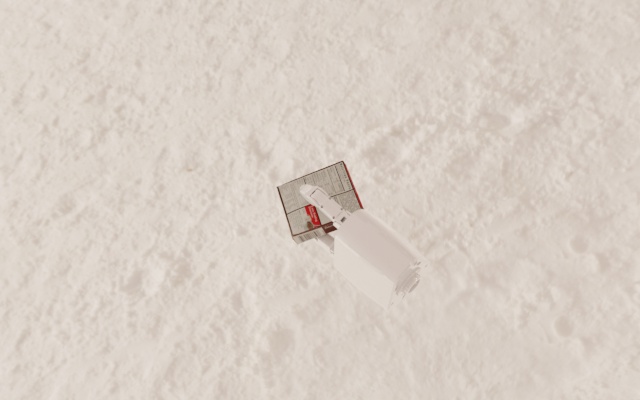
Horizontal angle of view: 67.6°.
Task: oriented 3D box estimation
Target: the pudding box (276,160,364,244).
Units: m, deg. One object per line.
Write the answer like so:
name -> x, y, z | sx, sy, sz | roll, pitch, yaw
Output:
pudding box -> 0.000, 0.002, 0.714 | 0.113, 0.090, 0.039 | -20, -25, 3
